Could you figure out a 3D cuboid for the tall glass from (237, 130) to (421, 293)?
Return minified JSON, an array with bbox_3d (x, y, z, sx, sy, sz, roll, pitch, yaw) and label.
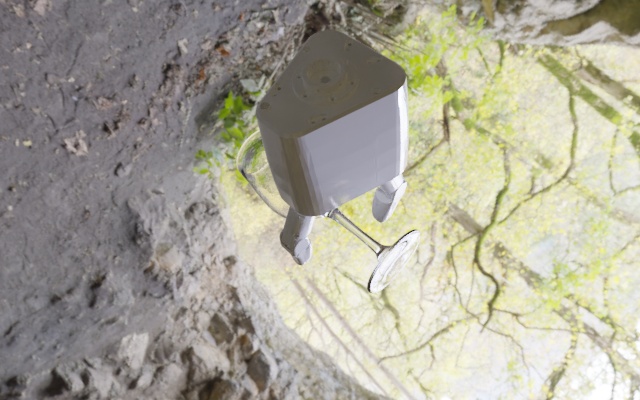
[{"bbox_3d":[0.001,0.002,0.488,0.201,0.079,0.079,39,20,27],"label":"tall glass"}]
